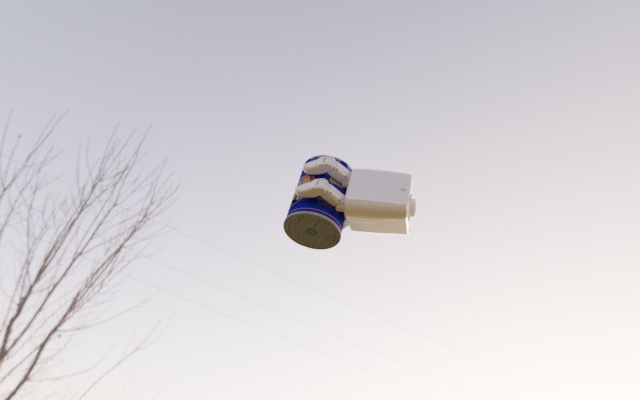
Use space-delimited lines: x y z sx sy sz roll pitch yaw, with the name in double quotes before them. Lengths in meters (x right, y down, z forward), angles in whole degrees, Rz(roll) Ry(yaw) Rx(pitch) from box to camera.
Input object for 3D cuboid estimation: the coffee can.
"coffee can" 0.000 0.003 0.864 0.103 0.140 0.103 10 -38 8
